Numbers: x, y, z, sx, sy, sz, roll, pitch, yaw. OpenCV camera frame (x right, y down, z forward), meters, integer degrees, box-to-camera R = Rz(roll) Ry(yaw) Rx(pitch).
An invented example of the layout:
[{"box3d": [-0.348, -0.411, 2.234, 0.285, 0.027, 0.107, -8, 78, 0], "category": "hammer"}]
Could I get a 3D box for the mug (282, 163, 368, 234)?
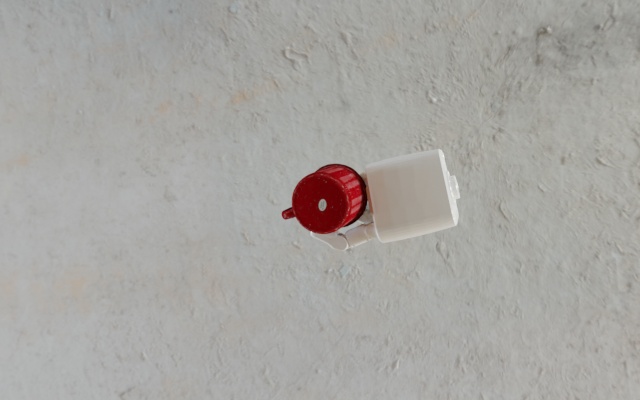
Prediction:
[{"box3d": [-0.001, 0.002, 0.650, 0.117, 0.093, 0.081, -16, 3, 18], "category": "mug"}]
